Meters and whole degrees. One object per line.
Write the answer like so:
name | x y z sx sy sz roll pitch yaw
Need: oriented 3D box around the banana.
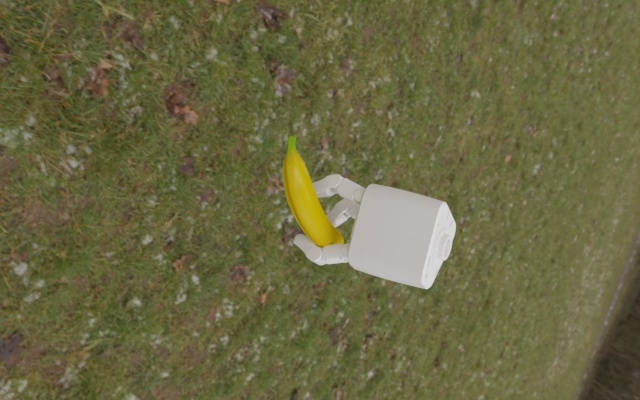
banana | -0.008 0.012 0.641 0.037 0.198 0.069 2 42 30
